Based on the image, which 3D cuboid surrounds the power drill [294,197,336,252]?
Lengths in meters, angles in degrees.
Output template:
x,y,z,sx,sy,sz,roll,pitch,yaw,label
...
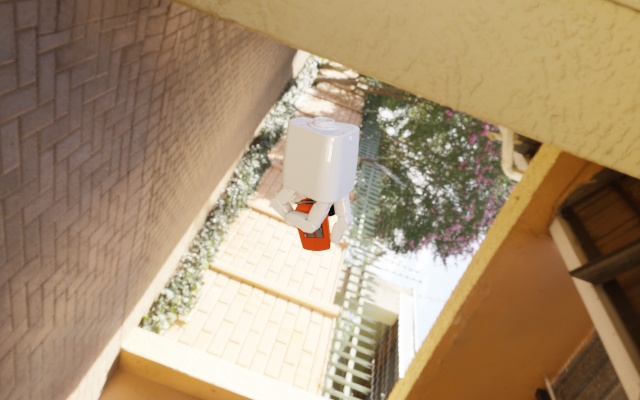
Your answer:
x,y,z,sx,sy,sz,roll,pitch,yaw,label
0.000,0.003,0.884,0.057,0.185,0.187,-3,40,10,power drill
